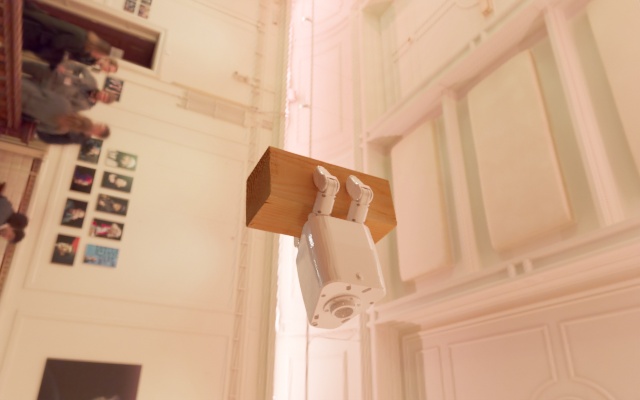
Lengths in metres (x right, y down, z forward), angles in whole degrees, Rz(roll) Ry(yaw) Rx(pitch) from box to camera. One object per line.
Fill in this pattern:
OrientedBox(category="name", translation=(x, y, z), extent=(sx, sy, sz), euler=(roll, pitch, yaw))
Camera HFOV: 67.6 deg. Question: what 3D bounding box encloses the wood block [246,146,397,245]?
OrientedBox(category="wood block", translation=(0.000, 0.003, 0.719), extent=(0.206, 0.090, 0.091), euler=(14, -40, -26))
